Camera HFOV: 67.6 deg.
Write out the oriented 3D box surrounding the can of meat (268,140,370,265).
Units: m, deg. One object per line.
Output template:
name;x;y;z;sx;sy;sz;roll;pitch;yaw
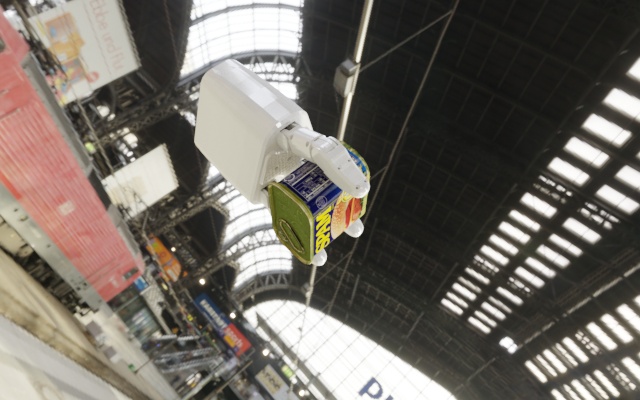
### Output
can of meat;0.000;0.001;0.469;0.084;0.057;0.102;-39;-26;-25
